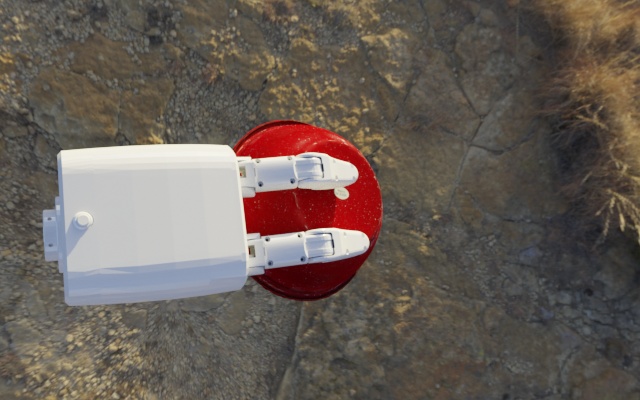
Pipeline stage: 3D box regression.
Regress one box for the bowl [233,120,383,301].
[{"bbox_3d":[0.001,0.001,0.401,0.162,0.162,0.055,0,-12,-38],"label":"bowl"}]
